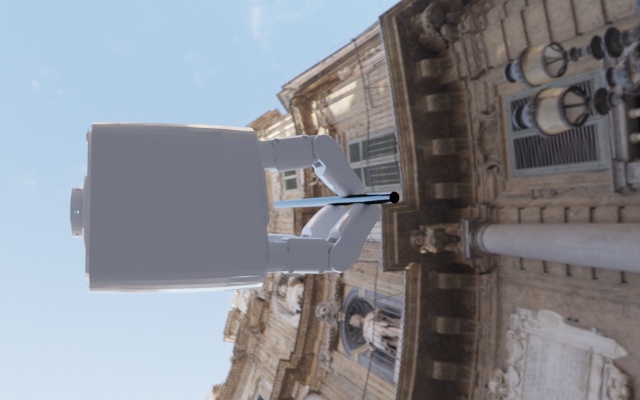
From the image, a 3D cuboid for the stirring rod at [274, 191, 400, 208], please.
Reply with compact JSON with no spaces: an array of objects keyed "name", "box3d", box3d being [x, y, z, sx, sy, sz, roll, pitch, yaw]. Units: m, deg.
[{"name":"stirring rod","box3d":[0.000,0.001,0.421,0.011,0.011,0.239,0,-2,-24]}]
